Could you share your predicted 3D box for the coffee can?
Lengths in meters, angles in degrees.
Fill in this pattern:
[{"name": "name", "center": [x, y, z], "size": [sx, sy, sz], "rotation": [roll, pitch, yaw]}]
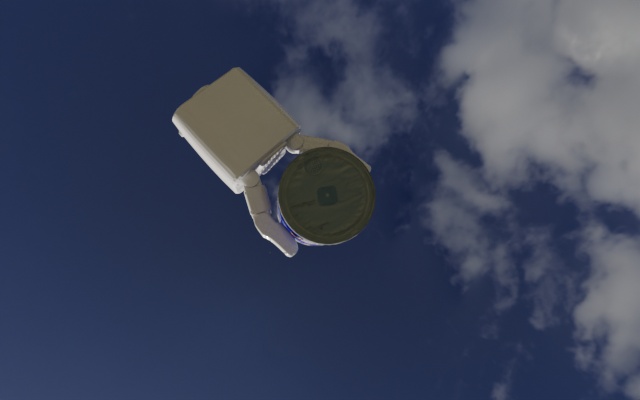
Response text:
[{"name": "coffee can", "center": [0.000, 0.002, 0.562], "size": [0.103, 0.103, 0.140], "rotation": [0, -6, -6]}]
